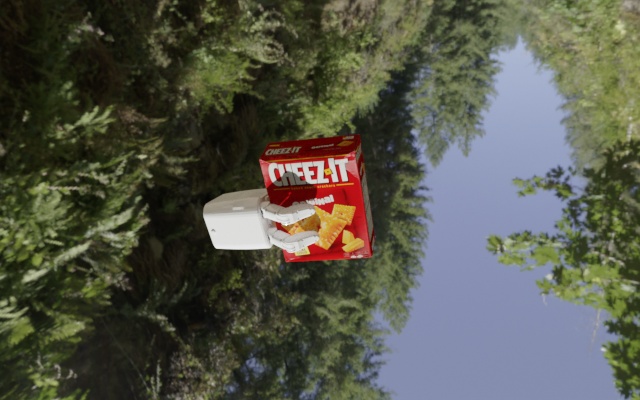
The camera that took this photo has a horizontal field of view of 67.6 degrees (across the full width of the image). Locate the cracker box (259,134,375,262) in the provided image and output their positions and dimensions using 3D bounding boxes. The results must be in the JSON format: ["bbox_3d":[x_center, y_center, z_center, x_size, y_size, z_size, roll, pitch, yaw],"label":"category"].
[{"bbox_3d":[0.000,0.003,0.831,0.164,0.214,0.072,-4,30,13],"label":"cracker box"}]
